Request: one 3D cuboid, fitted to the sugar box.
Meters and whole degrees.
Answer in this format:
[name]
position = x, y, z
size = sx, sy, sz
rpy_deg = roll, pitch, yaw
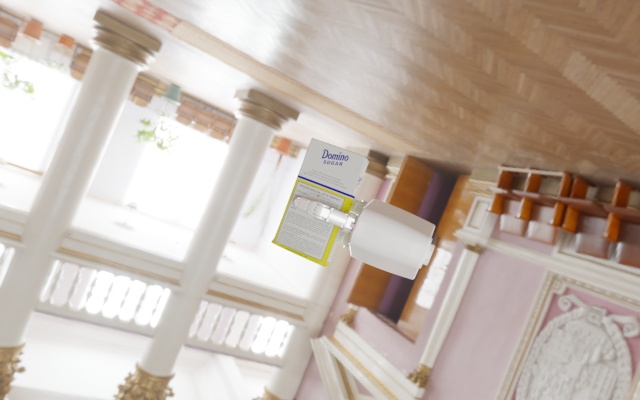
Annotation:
[sugar box]
position = 0.000, 0.003, 0.736
size = 0.093, 0.176, 0.048
rpy_deg = 22, -1, 13
